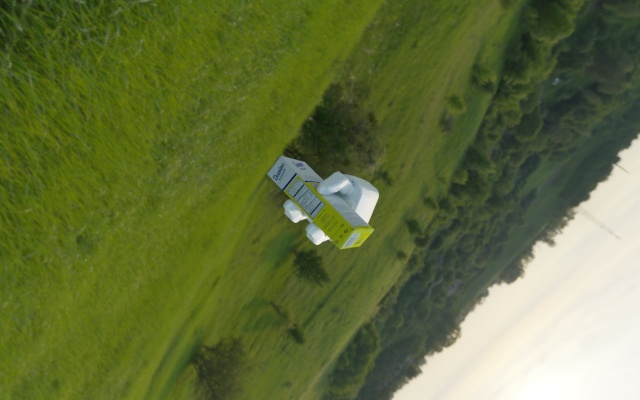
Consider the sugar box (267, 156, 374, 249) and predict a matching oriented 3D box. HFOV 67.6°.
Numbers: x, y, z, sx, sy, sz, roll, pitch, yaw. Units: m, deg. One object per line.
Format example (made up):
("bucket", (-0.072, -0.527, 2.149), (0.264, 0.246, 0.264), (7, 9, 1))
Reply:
("sugar box", (0.000, 0.003, 0.780), (0.176, 0.048, 0.093), (43, 14, 20))
